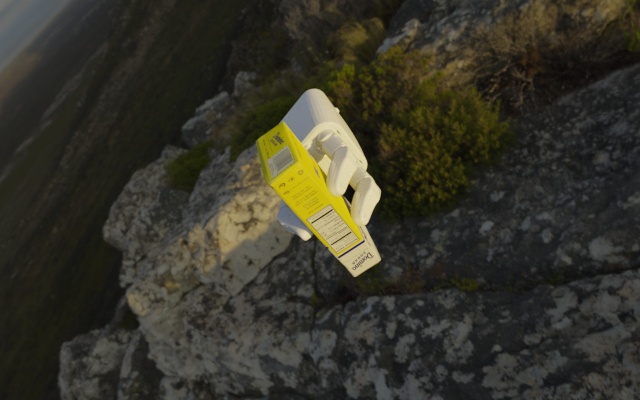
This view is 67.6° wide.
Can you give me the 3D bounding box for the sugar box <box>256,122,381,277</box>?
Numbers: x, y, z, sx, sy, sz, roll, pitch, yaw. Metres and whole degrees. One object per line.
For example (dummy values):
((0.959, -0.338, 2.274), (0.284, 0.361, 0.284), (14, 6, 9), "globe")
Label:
((0.000, 0.001, 0.543), (0.048, 0.176, 0.093), (-36, 37, 11), "sugar box")
